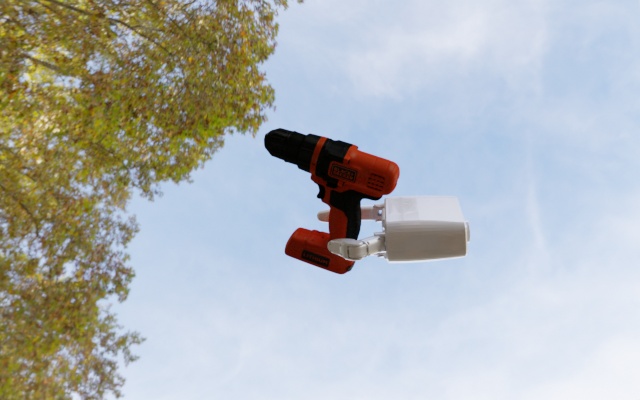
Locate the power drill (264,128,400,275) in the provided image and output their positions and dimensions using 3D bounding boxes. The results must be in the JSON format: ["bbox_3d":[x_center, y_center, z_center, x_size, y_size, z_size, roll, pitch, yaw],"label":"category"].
[{"bbox_3d":[0.000,0.003,0.657,0.184,0.188,0.057,20,35,11],"label":"power drill"}]
